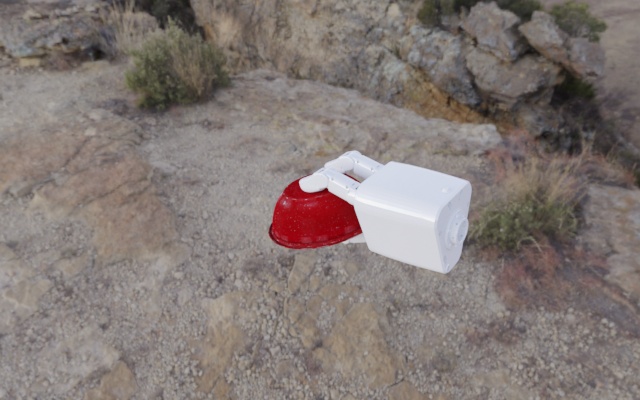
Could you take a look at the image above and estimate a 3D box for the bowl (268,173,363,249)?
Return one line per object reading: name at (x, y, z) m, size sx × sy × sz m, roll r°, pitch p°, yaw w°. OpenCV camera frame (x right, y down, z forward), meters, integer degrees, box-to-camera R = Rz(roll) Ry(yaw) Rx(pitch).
bowl at (-0.001, 0.002, 0.655) m, size 0.162 × 0.055 × 0.162 m, roll -13°, pitch 23°, yaw 5°
